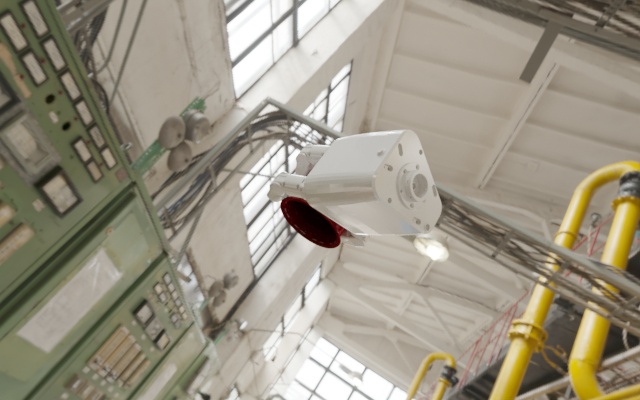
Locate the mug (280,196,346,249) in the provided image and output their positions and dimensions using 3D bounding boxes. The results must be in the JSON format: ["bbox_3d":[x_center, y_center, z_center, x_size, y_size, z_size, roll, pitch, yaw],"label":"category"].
[{"bbox_3d":[-0.001,0.002,0.636,0.117,0.093,0.081,1,45,49],"label":"mug"}]
